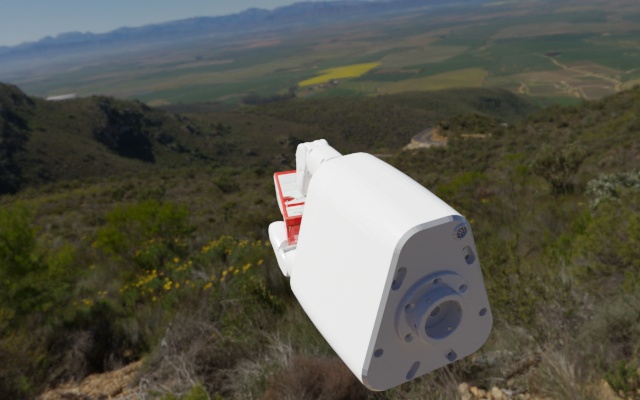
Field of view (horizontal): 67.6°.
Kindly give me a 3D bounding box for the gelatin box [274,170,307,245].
[{"bbox_3d":[0.000,0.001,0.429,0.073,0.030,0.089,-9,30,-8],"label":"gelatin box"}]
